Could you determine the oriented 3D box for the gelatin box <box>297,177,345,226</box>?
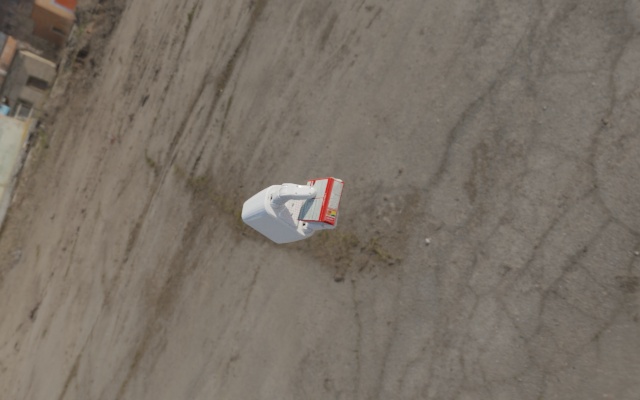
[{"bbox_3d":[0.000,0.002,0.791,0.030,0.073,0.089,18,-9,-25],"label":"gelatin box"}]
